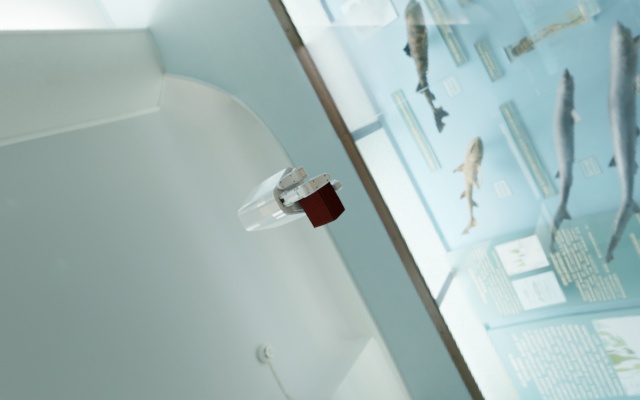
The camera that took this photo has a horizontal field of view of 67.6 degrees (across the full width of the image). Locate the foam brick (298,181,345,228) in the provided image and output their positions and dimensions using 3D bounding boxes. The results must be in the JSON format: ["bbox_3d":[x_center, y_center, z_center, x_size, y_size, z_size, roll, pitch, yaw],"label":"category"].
[{"bbox_3d":[0.000,0.003,0.890,0.051,0.078,0.053,-26,6,31],"label":"foam brick"}]
